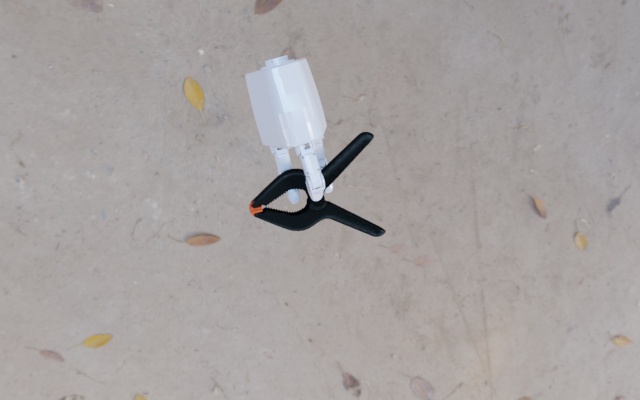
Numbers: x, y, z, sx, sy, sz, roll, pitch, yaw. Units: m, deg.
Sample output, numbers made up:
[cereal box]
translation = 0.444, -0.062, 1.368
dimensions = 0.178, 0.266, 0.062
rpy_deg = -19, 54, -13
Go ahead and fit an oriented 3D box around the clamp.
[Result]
[clamp]
translation = 0.000, 0.002, 0.720
dimensions = 0.210, 0.164, 0.036
rpy_deg = -18, 14, -8
